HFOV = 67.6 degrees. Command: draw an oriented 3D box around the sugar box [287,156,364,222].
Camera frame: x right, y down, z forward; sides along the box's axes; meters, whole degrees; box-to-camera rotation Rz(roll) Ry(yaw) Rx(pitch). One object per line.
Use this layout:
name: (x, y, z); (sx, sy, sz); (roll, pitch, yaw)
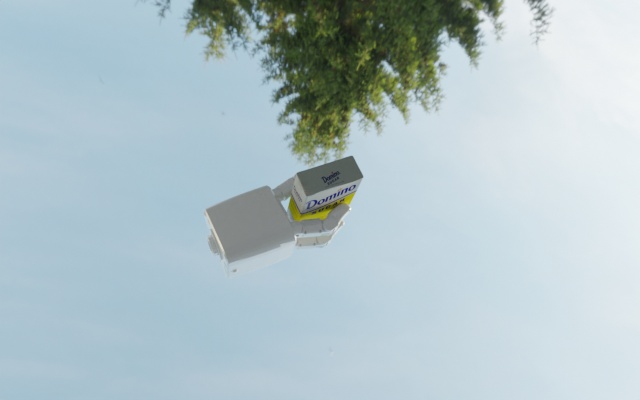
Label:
sugar box: (0.000, 0.003, 0.745); (0.093, 0.048, 0.176); (-19, -19, -18)
